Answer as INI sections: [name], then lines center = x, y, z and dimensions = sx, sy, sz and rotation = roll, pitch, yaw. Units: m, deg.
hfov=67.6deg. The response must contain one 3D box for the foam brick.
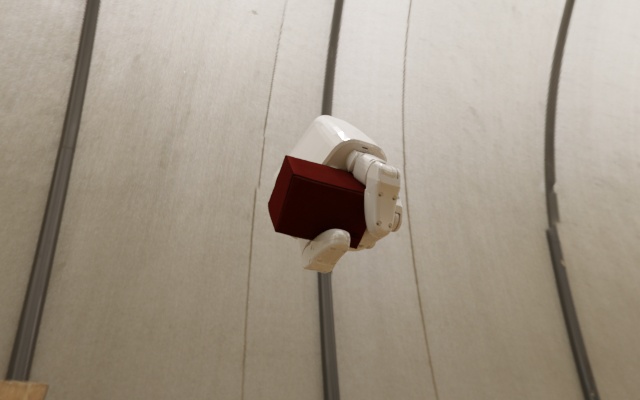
[foam brick]
center = 0.000, 0.001, 0.409
dimensions = 0.078, 0.053, 0.051
rotation = 14, 21, -20
